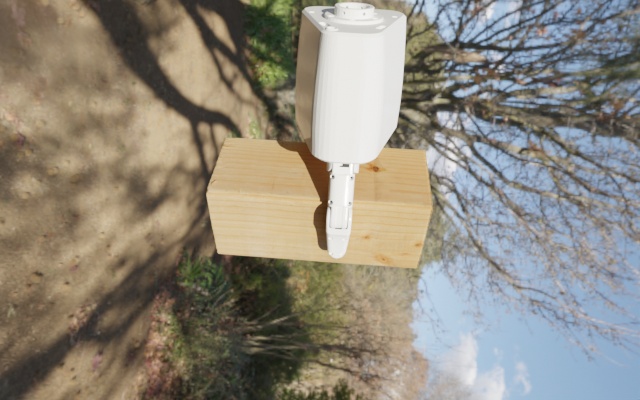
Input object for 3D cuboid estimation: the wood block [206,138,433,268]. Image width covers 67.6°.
[{"bbox_3d":[0.000,0.002,0.490,0.206,0.090,0.090,4,44,2],"label":"wood block"}]
